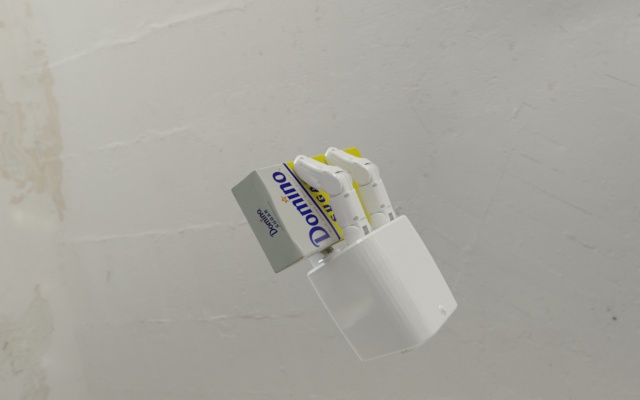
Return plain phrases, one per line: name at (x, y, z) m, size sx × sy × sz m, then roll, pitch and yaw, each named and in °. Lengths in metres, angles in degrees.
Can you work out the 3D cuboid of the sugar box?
sugar box at (0.001, 0.001, 0.497) m, size 0.048 × 0.093 × 0.176 m, roll -34°, pitch -8°, yaw 35°
